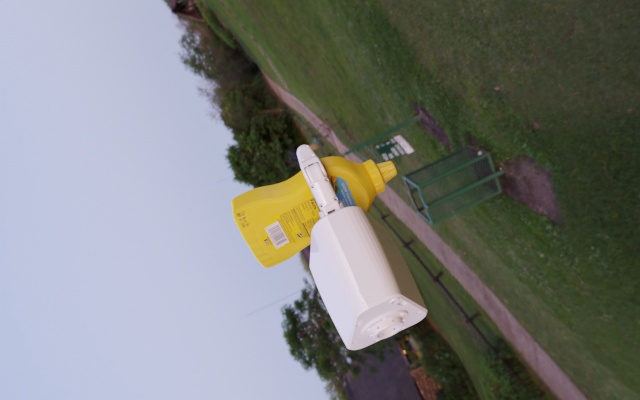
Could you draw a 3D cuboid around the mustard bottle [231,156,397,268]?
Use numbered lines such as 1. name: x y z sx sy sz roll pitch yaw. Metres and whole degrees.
1. mustard bottle: 0.000 0.002 0.561 0.191 0.096 0.058 -25 32 0
